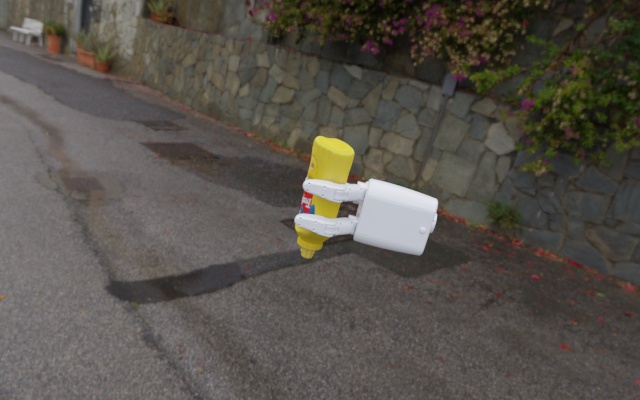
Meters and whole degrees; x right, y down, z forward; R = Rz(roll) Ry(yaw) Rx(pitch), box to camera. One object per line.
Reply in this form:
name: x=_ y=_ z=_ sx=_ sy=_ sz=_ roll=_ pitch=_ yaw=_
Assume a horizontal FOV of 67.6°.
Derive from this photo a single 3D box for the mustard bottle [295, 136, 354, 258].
mustard bottle: x=0.000 y=0.002 z=0.746 sx=0.058 sy=0.192 sz=0.096 roll=7 pitch=20 yaw=-19
